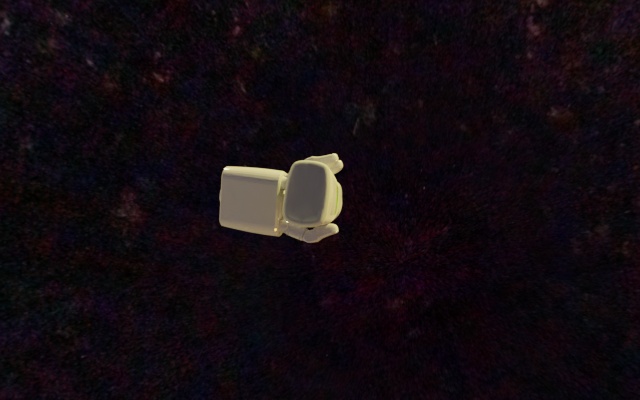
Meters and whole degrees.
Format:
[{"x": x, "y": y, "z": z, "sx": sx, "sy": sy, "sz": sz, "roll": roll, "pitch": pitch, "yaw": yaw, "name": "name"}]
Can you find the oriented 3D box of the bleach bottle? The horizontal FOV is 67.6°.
[{"x": 0.000, "y": 0.003, "z": 0.817, "sx": 0.068, "sy": 0.102, "sz": 0.251, "roll": 7, "pitch": -6, "yaw": 10, "name": "bleach bottle"}]
